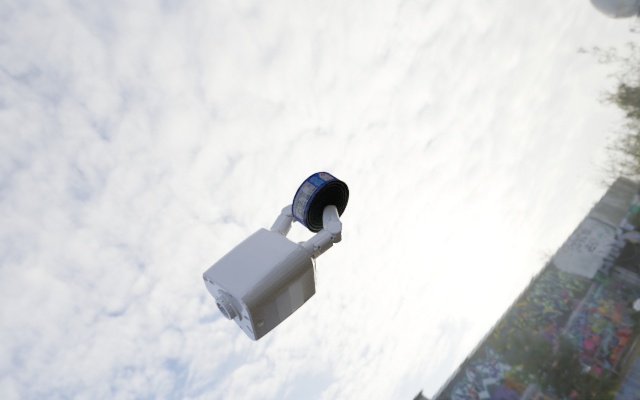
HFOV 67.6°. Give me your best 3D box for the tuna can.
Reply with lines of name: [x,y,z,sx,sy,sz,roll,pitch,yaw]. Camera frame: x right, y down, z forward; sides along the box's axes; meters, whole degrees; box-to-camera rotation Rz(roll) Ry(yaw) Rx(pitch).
tuna can: [0.000,0.002,0.682,0.033,0.086,0.086,34,21,35]
